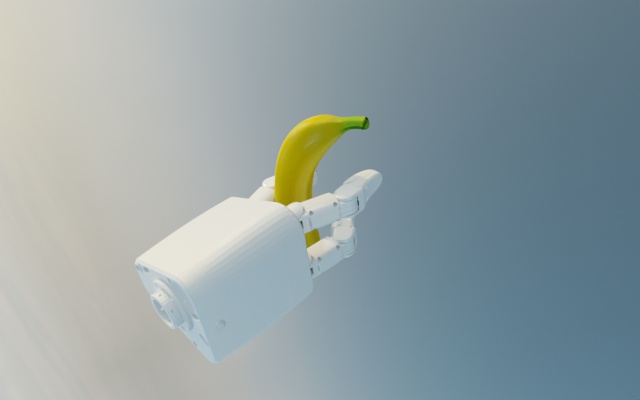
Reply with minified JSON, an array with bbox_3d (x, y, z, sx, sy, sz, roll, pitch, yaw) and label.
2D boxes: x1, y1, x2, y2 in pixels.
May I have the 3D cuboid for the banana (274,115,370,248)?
[{"bbox_3d":[-0.014,-0.011,0.458,0.069,0.198,0.037,34,49,15],"label":"banana"}]
